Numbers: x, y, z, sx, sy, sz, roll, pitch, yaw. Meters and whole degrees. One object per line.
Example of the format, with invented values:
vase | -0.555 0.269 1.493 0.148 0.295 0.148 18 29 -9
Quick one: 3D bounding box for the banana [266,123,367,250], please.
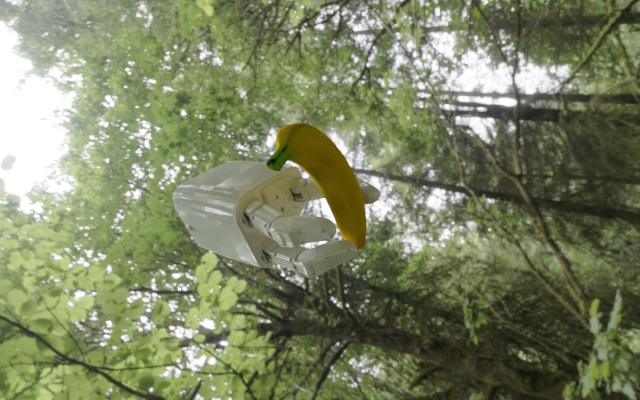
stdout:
banana | 0.005 -0.017 0.446 0.037 0.069 0.198 9 -20 31
